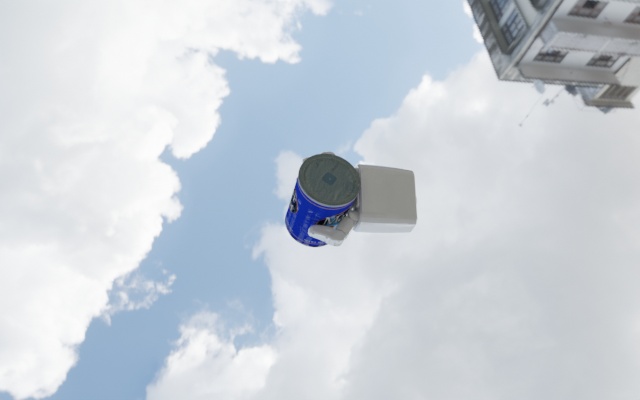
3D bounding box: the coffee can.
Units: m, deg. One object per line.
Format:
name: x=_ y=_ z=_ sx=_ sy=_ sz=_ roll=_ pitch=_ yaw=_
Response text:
coffee can: x=0.000 y=0.003 z=0.817 sx=0.103 sy=0.102 sz=0.140 roll=0 pitch=-33 yaw=-15
